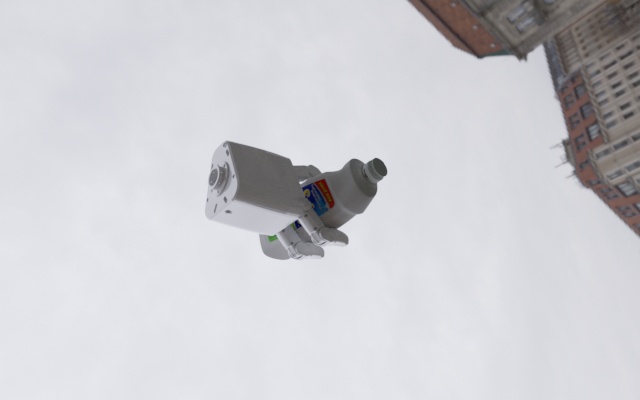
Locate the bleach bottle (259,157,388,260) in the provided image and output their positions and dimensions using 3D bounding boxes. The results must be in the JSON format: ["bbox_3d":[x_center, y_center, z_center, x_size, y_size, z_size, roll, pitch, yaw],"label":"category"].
[{"bbox_3d":[0.000,0.002,0.718,0.068,0.102,0.251,15,-36,-37],"label":"bleach bottle"}]
